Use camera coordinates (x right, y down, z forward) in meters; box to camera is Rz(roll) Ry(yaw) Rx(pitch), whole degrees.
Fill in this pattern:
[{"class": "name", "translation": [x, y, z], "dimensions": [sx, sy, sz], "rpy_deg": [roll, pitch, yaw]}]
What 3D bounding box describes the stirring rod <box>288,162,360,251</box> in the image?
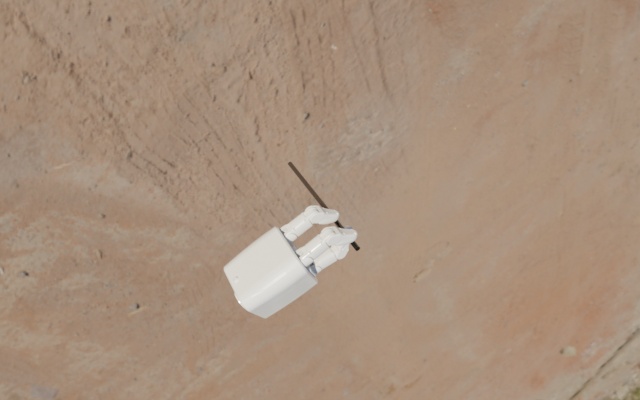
[{"class": "stirring rod", "translation": [0.000, 0.003, 0.804], "dimensions": [0.011, 0.011, 0.239], "rpy_deg": [0, 36, -36]}]
